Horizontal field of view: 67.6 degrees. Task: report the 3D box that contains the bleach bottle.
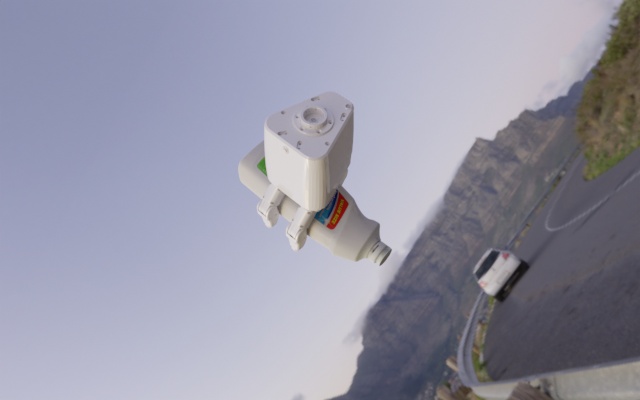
[{"bbox_3d":[0.000,0.002,0.694,0.250,0.102,0.068,37,-28,20],"label":"bleach bottle"}]
